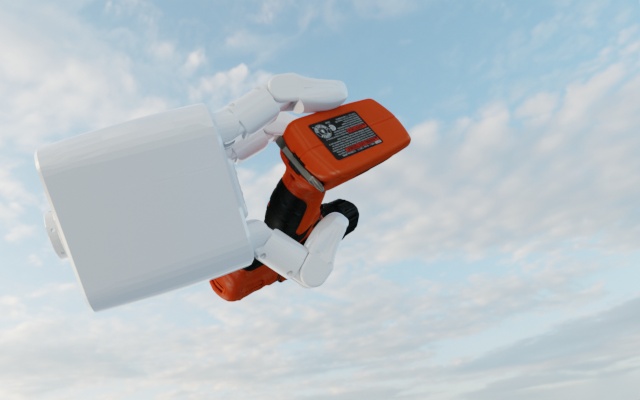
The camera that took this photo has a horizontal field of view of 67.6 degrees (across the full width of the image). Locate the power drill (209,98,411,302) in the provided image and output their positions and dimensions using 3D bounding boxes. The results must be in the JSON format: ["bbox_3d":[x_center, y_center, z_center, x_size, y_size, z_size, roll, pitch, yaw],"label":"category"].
[{"bbox_3d":[0.000,0.001,0.418,0.184,0.057,0.188,-28,-22,-42],"label":"power drill"}]
